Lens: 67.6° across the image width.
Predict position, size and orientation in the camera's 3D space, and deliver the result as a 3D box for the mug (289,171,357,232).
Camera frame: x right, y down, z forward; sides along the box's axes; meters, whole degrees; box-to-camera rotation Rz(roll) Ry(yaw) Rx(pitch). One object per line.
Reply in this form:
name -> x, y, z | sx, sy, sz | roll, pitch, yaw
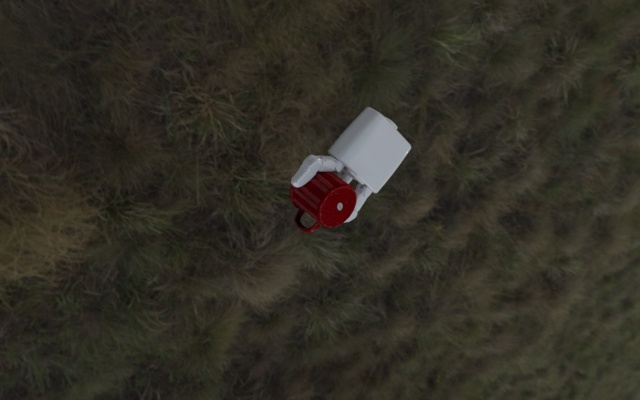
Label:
mug -> -0.001, 0.004, 0.812 | 0.081, 0.117, 0.093 | 39, 1, 43
